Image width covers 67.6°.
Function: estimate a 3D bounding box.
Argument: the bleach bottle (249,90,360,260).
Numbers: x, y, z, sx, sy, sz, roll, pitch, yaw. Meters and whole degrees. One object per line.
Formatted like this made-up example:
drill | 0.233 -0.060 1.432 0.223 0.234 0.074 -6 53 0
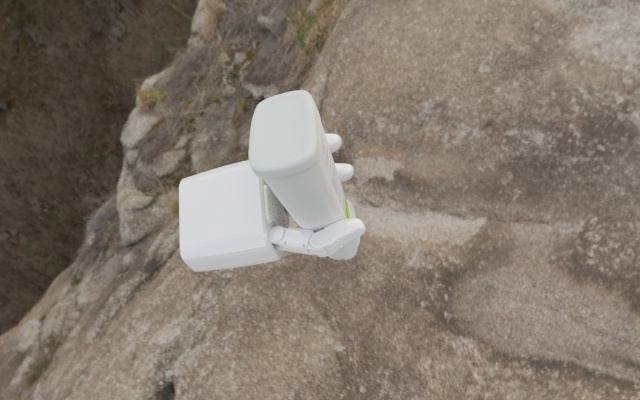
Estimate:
bleach bottle | 0.000 0.002 0.535 0.068 0.102 0.251 -12 -38 12
